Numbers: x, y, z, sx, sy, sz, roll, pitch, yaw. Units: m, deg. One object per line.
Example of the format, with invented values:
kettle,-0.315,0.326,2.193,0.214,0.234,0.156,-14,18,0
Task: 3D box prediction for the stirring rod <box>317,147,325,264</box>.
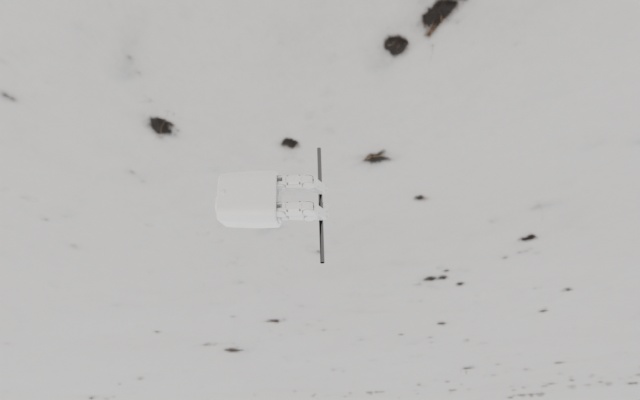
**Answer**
stirring rod,0.000,0.003,0.891,0.011,0.239,0.011,-1,-28,-1
